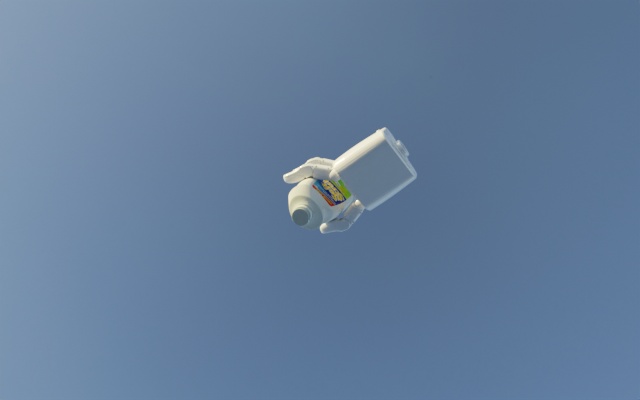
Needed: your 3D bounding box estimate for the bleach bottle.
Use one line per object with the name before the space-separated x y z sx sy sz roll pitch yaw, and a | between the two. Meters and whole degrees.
bleach bottle | 0.000 0.003 0.867 0.068 0.102 0.250 -34 5 18
